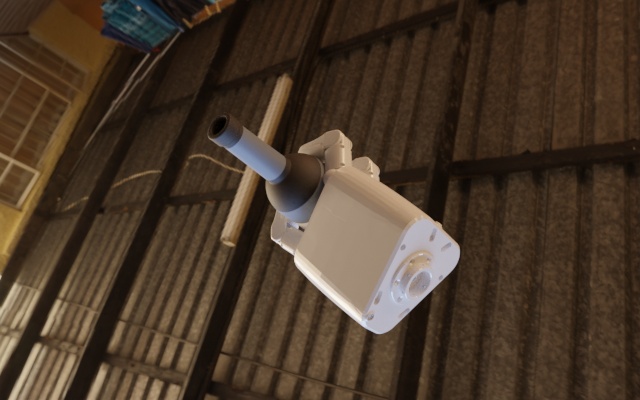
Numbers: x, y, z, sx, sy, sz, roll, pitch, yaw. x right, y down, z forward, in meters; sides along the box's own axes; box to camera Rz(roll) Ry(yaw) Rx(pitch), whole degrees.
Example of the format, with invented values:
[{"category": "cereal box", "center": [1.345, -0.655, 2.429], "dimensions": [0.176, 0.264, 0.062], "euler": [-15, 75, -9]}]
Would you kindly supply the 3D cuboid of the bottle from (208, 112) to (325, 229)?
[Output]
[{"category": "bottle", "center": [0.000, 0.002, 0.504], "dimensions": [0.069, 0.069, 0.296], "euler": [0, -26, 41]}]
